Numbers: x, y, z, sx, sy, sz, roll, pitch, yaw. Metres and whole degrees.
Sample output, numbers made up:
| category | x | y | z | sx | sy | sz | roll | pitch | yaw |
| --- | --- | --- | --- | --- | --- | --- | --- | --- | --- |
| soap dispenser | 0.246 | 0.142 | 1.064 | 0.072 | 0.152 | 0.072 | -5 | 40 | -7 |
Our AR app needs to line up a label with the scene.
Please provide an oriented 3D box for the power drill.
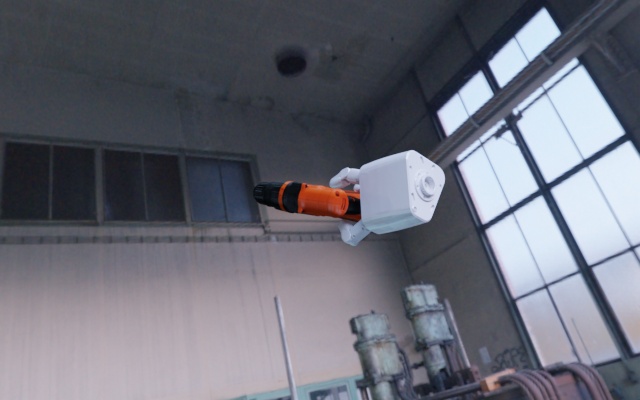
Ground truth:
| category | x | y | z | sx | sy | sz | roll | pitch | yaw |
| --- | --- | --- | --- | --- | --- | --- | --- | --- | --- |
| power drill | 0.001 | 0.003 | 0.836 | 0.184 | 0.057 | 0.187 | 10 | 2 | 36 |
